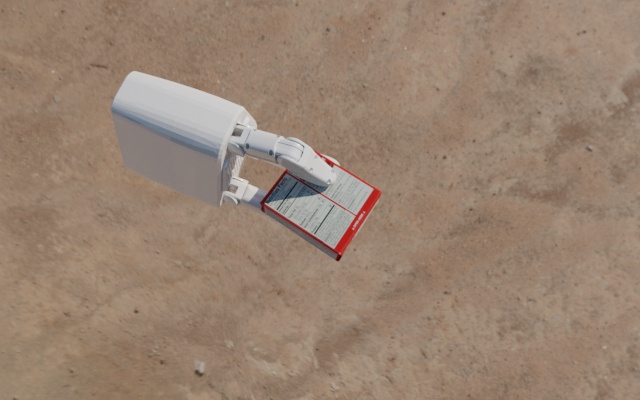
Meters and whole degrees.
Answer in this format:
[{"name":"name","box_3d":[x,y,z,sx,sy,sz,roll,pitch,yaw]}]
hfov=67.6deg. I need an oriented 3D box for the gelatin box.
[{"name":"gelatin box","box_3d":[0.000,0.001,0.445,0.089,0.073,0.030,32,-18,9]}]
